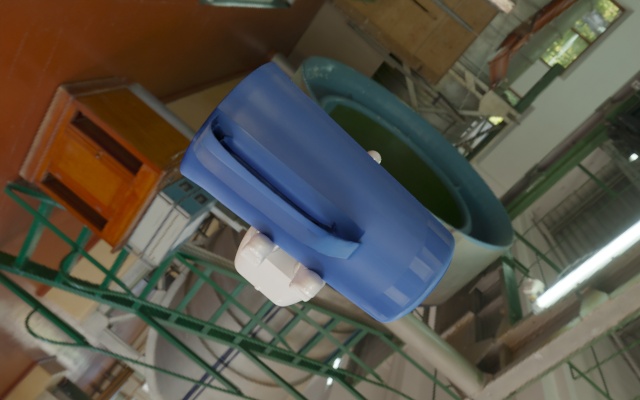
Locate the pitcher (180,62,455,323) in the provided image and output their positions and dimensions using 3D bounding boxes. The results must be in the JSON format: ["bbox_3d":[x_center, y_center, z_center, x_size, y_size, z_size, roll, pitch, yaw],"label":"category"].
[{"bbox_3d":[0.000,0.001,0.437,0.243,0.149,0.145,40,-30,-1],"label":"pitcher"}]
